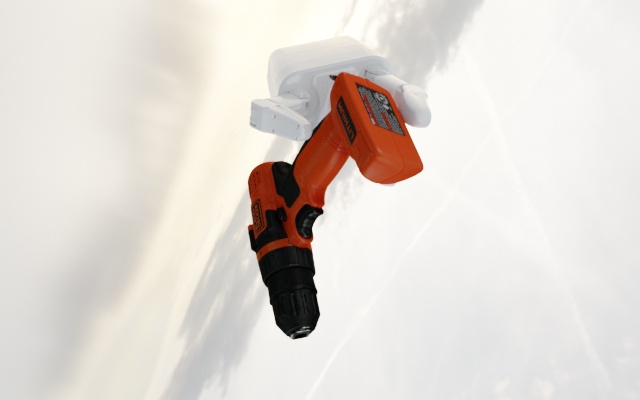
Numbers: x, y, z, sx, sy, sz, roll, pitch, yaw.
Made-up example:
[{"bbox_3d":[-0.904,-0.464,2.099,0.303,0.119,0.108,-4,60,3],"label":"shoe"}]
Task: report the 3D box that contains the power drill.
[{"bbox_3d":[0.000,0.001,0.410,0.057,0.184,0.188,12,-43,-36],"label":"power drill"}]
